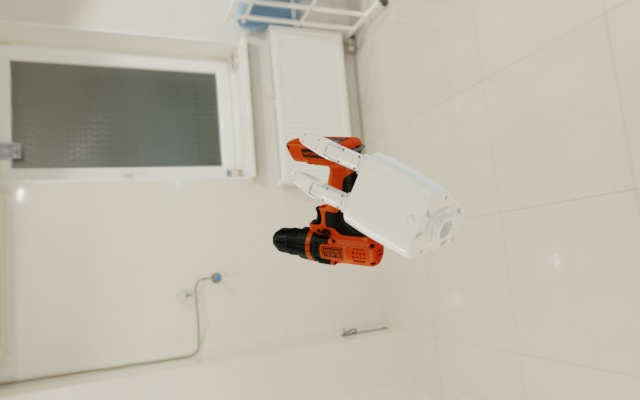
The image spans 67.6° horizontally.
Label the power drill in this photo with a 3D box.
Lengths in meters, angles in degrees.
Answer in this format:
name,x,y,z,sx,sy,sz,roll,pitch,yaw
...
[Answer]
name,x,y,z,sx,sy,sz,roll,pitch,yaw
power drill,0.000,0.002,0.696,0.184,0.188,0.057,4,21,29
